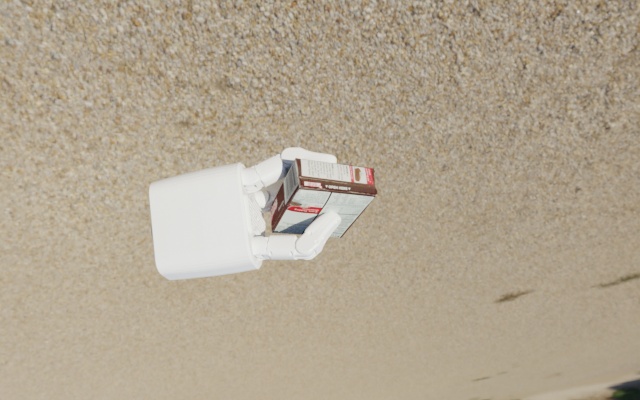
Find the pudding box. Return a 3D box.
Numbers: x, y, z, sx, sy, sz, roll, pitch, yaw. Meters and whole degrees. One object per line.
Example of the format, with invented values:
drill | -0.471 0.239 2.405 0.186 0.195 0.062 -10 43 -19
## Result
pudding box | 0.000 0.002 0.534 0.090 0.039 0.113 5 -29 -19
